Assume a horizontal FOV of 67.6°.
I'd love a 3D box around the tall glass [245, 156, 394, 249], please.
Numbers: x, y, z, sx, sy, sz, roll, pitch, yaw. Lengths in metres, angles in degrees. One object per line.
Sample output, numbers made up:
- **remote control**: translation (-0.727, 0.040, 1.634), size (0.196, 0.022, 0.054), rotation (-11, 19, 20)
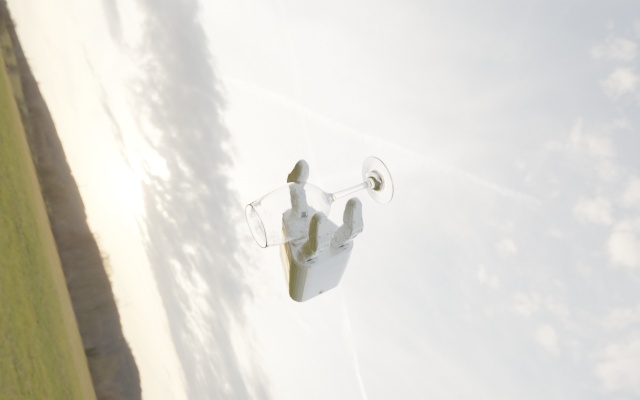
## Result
- **tall glass**: translation (0.001, 0.002, 0.660), size (0.201, 0.079, 0.079), rotation (-20, 9, -26)
